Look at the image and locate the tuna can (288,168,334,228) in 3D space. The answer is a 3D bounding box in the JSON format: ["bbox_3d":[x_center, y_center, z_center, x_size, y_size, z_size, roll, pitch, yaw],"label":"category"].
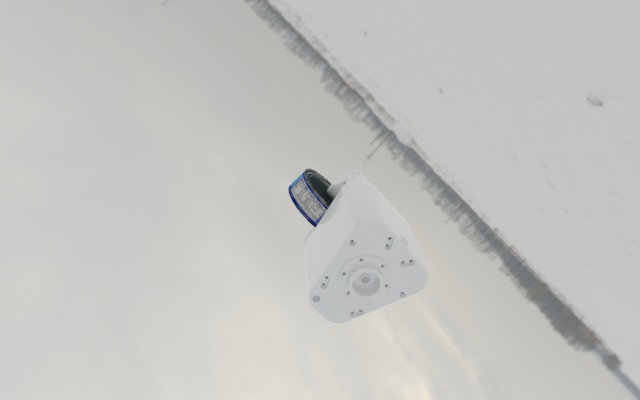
[{"bbox_3d":[0.000,0.002,0.602,0.034,0.086,0.086,-42,-14,16],"label":"tuna can"}]
